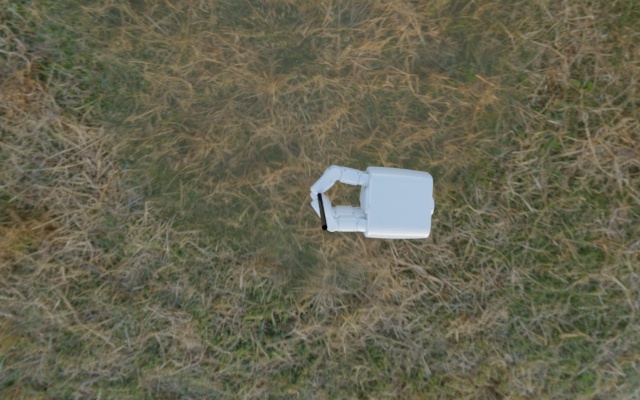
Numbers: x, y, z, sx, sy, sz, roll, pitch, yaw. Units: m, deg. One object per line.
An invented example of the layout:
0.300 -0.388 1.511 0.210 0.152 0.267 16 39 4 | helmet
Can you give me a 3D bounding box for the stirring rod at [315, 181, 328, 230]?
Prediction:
0.000 0.002 0.750 0.011 0.011 0.239 0 16 -3 | stirring rod
